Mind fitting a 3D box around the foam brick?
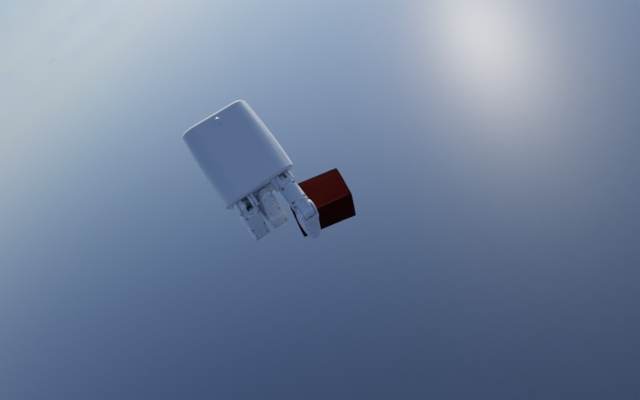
[{"bbox_3d":[0.000,0.002,0.638,0.078,0.051,0.053,-22,-36,-7],"label":"foam brick"}]
